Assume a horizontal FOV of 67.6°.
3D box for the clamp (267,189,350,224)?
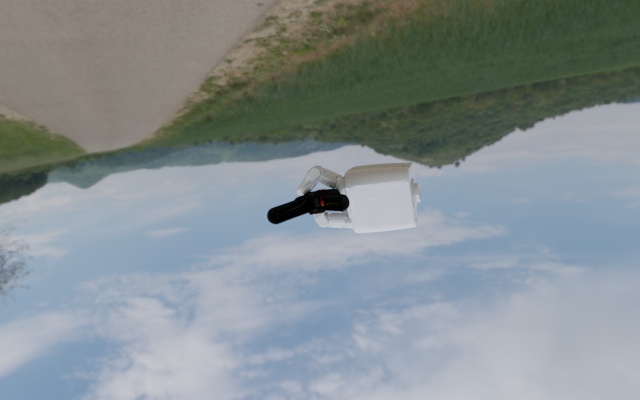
[{"bbox_3d":[0.000,0.003,0.744,0.120,0.039,0.171,-4,10,17],"label":"clamp"}]
